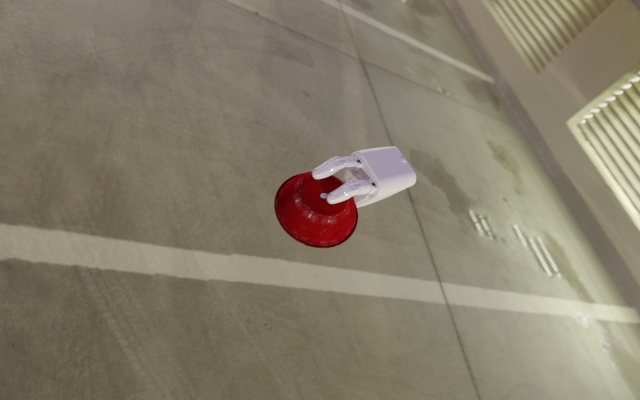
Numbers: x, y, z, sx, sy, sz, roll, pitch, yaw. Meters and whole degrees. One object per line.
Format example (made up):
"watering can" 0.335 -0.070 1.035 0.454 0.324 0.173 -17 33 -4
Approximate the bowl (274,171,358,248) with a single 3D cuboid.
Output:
"bowl" -0.001 0.003 0.863 0.162 0.162 0.055 0 -31 -18
